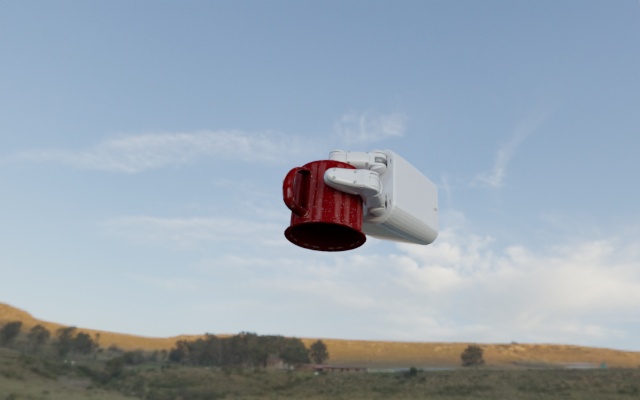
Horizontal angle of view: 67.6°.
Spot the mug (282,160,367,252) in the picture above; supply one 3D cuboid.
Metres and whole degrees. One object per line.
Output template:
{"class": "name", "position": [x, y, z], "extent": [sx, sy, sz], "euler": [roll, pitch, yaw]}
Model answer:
{"class": "mug", "position": [-0.001, 0.001, 0.544], "extent": [0.093, 0.081, 0.117], "euler": [-18, -33, 39]}
